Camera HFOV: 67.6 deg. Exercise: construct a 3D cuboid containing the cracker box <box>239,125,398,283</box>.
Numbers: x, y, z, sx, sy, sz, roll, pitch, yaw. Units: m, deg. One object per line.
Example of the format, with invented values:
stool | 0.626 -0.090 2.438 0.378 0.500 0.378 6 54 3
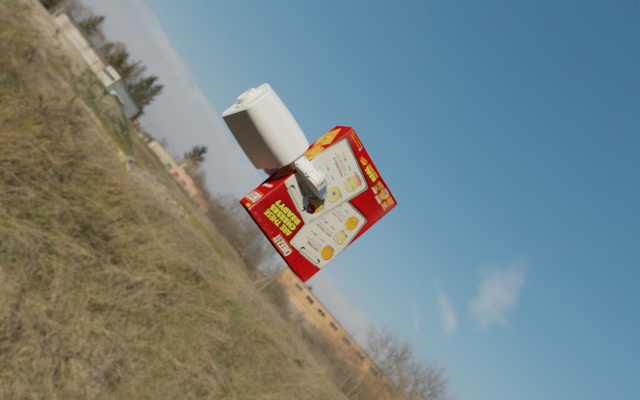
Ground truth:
cracker box | 0.000 0.003 0.797 0.213 0.164 0.072 -39 23 -11
